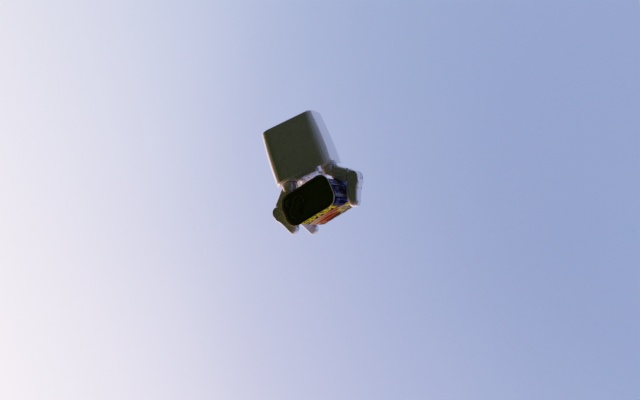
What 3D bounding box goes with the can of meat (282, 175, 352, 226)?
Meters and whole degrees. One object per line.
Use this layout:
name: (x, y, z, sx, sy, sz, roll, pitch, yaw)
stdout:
can of meat: (0.000, 0.003, 0.811, 0.102, 0.057, 0.084, -32, -19, 28)
